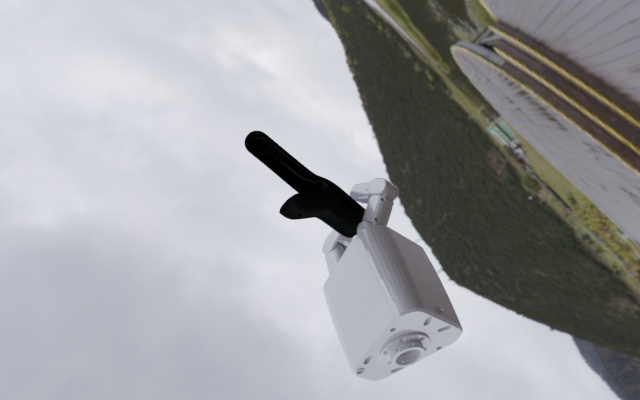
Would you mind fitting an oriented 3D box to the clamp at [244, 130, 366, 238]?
[{"bbox_3d":[0.000,0.002,0.488,0.171,0.120,0.039,30,-64,-35],"label":"clamp"}]
